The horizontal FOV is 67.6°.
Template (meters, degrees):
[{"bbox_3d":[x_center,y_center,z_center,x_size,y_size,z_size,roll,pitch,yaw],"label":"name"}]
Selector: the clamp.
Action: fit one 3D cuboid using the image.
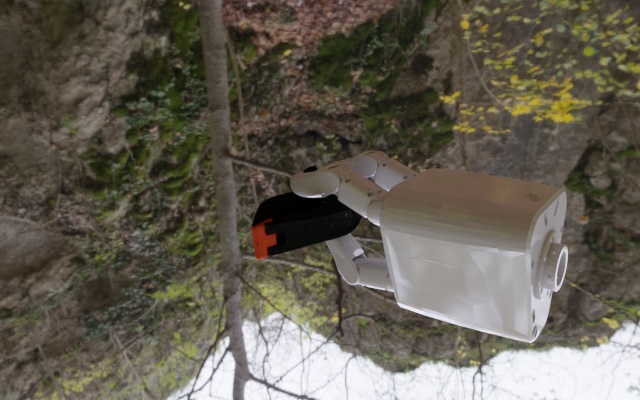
[{"bbox_3d":[0.000,0.002,0.452,0.164,0.036,0.210,7,21,39],"label":"clamp"}]
